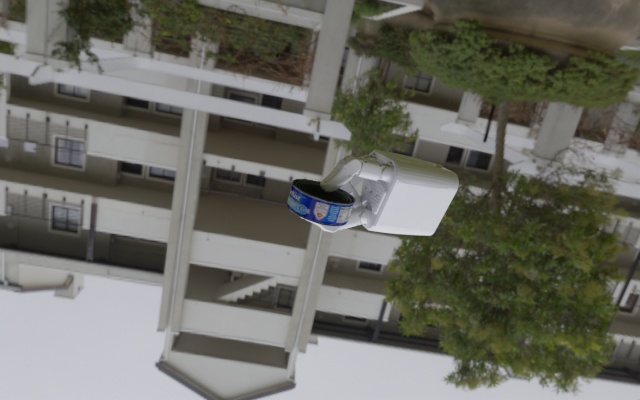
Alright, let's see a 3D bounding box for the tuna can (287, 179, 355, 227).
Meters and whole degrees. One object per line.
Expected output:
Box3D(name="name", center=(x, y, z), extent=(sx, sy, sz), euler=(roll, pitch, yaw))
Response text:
Box3D(name="tuna can", center=(0.000, 0.003, 0.626), extent=(0.086, 0.034, 0.086), euler=(16, 15, -5))
